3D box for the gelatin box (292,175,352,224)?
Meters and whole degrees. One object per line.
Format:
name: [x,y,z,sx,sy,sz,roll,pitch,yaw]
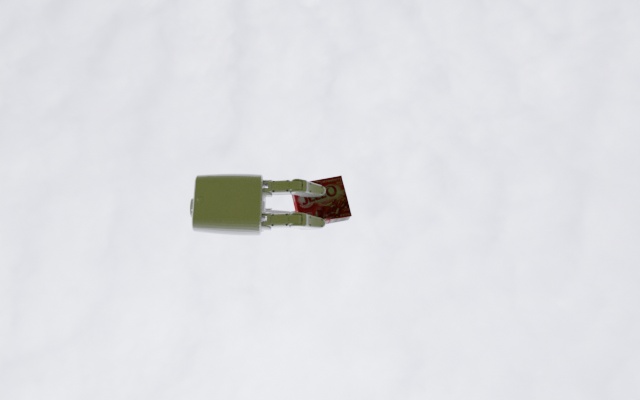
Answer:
gelatin box: [0.000,0.003,0.790,0.089,0.073,0.030,-10,-16,-13]
